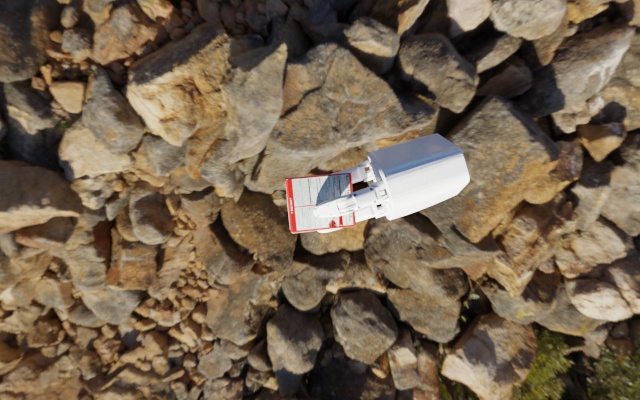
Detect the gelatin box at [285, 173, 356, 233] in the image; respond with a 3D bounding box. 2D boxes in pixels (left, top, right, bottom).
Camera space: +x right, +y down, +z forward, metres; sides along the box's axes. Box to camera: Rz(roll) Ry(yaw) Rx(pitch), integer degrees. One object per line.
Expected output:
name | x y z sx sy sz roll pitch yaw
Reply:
gelatin box | 0.000 0.002 0.642 0.089 0.073 0.030 -6 5 -5
